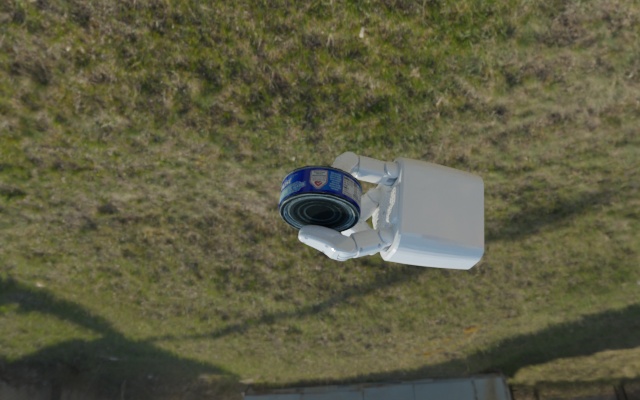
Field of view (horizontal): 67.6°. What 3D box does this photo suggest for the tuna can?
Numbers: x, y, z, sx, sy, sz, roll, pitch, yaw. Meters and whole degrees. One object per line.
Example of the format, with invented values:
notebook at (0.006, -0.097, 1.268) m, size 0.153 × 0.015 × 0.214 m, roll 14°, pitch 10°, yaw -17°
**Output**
tuna can at (0.000, 0.002, 0.495) m, size 0.086 × 0.033 × 0.086 m, roll 4°, pitch -31°, yaw 2°
